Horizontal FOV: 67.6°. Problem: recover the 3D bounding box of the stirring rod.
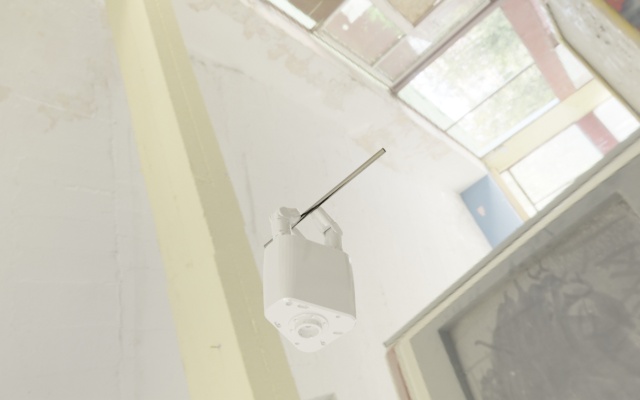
[{"bbox_3d":[0.000,0.002,0.682,0.239,0.011,0.011,-39,-19,25],"label":"stirring rod"}]
